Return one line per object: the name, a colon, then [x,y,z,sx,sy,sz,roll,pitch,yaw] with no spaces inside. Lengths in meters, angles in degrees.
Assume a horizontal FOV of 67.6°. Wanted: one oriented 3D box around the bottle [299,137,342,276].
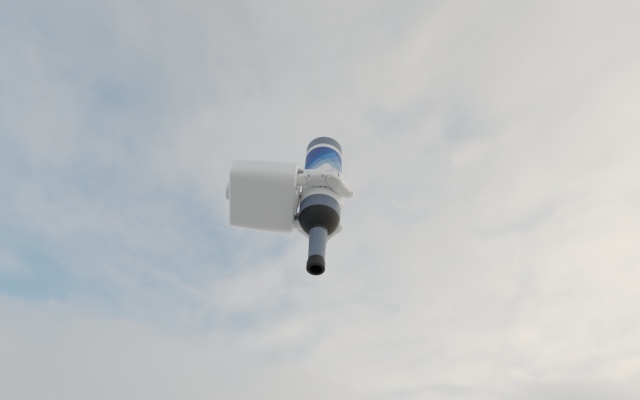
bottle: [0.000,0.002,0.785,0.069,0.069,0.295,0,40,4]
